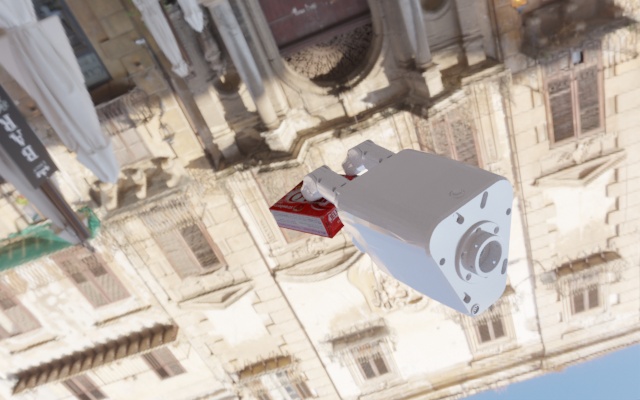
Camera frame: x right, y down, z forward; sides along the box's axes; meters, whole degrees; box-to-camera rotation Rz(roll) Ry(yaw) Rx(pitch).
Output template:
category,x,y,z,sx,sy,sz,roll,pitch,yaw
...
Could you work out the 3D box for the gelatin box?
category,x,y,z,sx,sy,sz,roll,pitch,yaw
gelatin box,0.000,0.002,0.510,0.089,0.030,0.073,7,41,48
